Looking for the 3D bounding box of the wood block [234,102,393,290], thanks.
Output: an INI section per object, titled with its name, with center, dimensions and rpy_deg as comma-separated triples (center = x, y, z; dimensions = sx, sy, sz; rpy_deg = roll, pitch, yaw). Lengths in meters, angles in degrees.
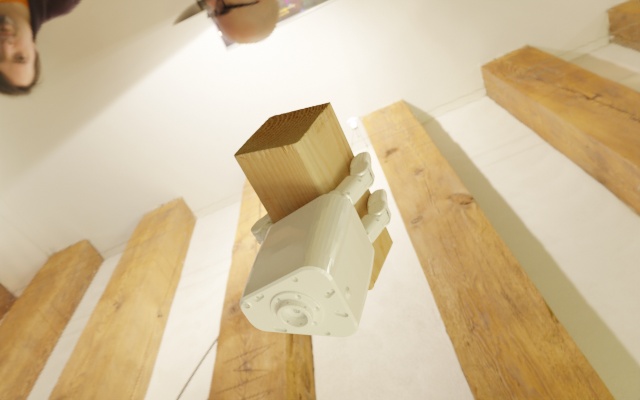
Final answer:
[wood block]
center = 0.000, 0.002, 0.564
dimensions = 0.091, 0.206, 0.090
rpy_deg = -6, 35, 34
